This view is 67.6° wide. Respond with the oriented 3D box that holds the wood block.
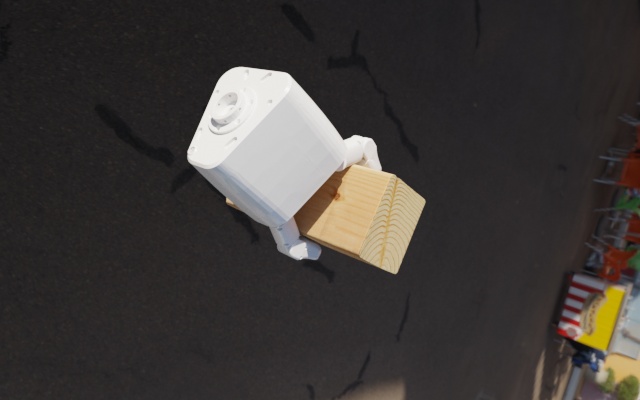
[{"bbox_3d":[0.000,0.002,0.556,0.206,0.091,0.090,19,-7,38],"label":"wood block"}]
